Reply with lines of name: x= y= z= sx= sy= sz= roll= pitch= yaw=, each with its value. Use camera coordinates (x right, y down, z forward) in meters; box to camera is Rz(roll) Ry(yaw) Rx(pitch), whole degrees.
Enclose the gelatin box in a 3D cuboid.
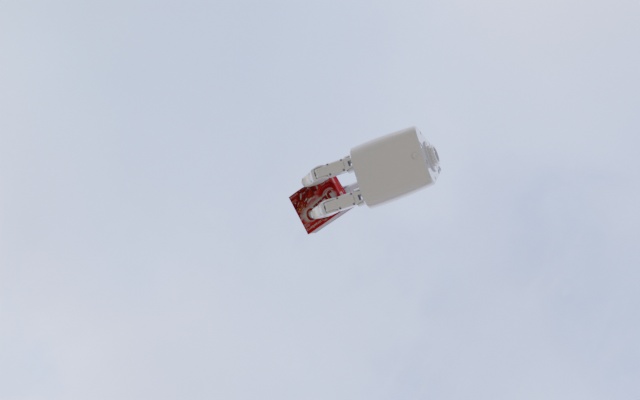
gelatin box: x=0.000 y=0.003 z=0.787 sx=0.089 sy=0.073 sz=0.030 roll=-35 pitch=-15 yaw=27
